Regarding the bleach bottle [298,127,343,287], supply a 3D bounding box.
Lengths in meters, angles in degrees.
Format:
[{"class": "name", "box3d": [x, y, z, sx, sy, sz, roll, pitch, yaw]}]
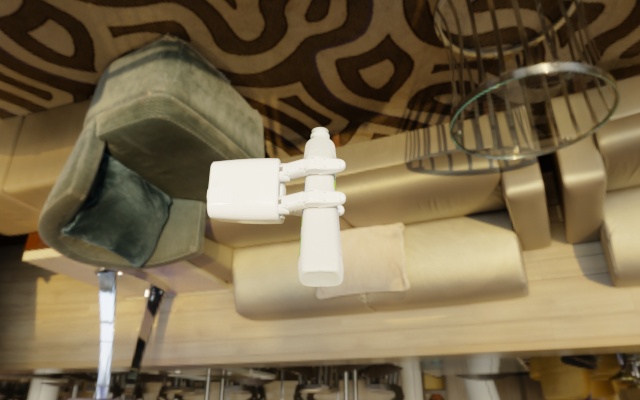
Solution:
[{"class": "bleach bottle", "box3d": [0.000, 0.002, 0.759, 0.068, 0.250, 0.103, -1, -24, 1]}]
